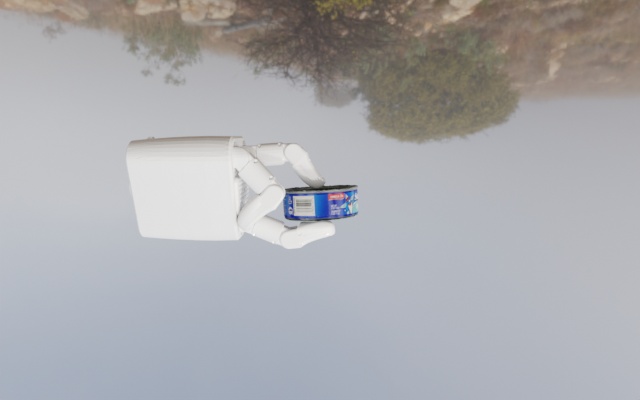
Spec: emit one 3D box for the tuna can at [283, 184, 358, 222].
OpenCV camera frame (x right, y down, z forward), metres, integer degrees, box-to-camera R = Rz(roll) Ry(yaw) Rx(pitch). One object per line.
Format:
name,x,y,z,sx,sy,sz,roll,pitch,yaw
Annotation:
tuna can,0.000,0.002,0.540,0.086,0.034,0.086,-3,5,0
